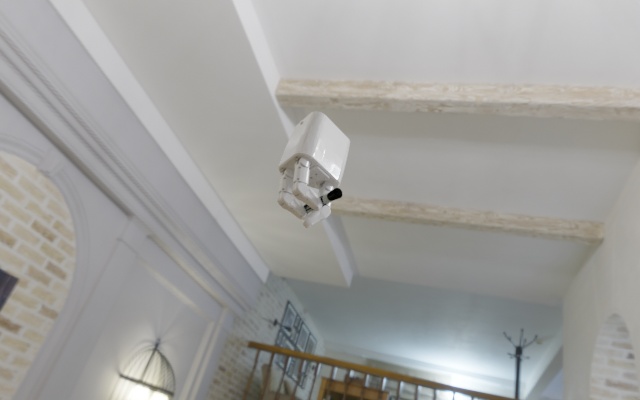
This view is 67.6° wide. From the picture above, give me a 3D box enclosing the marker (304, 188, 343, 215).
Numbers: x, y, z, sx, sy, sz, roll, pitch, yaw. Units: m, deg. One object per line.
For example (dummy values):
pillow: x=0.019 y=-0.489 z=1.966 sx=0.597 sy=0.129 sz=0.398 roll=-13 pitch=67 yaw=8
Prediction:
marker: x=0.000 y=0.003 z=0.846 sx=0.020 sy=0.020 sz=0.121 roll=0 pitch=-17 yaw=-34
